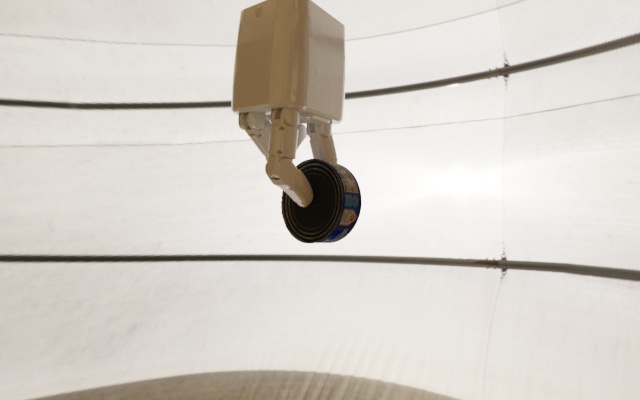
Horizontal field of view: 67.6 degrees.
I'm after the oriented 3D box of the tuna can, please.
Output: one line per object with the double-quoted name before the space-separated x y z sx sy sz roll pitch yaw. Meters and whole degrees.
"tuna can" 0.000 0.002 0.491 0.086 0.086 0.034 0 -4 43
